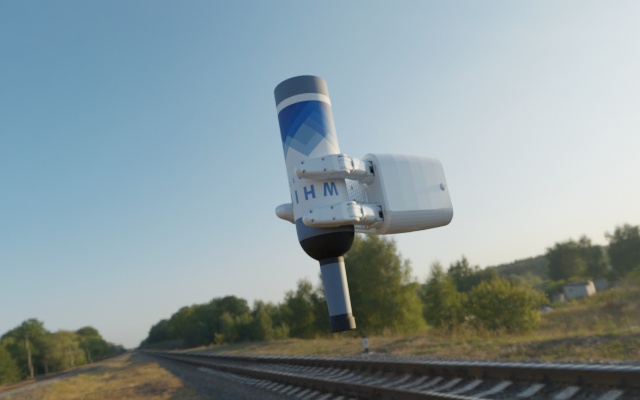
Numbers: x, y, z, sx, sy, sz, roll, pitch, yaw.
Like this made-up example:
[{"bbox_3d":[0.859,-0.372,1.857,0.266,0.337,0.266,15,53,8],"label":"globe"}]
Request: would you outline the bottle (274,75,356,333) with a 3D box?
[{"bbox_3d":[0.000,0.002,0.557,0.069,0.295,0.069,-10,-14,-2],"label":"bottle"}]
